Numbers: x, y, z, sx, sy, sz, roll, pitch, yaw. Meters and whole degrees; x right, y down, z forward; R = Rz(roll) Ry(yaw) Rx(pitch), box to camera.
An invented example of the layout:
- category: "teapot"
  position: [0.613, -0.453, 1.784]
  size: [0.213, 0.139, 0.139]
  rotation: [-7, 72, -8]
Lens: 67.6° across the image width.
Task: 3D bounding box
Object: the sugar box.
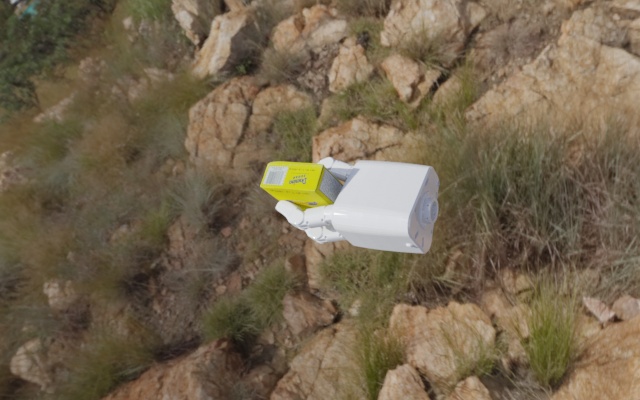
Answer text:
- category: "sugar box"
  position: [0.000, 0.003, 0.697]
  size: [0.093, 0.048, 0.176]
  rotation: [6, -23, 32]
